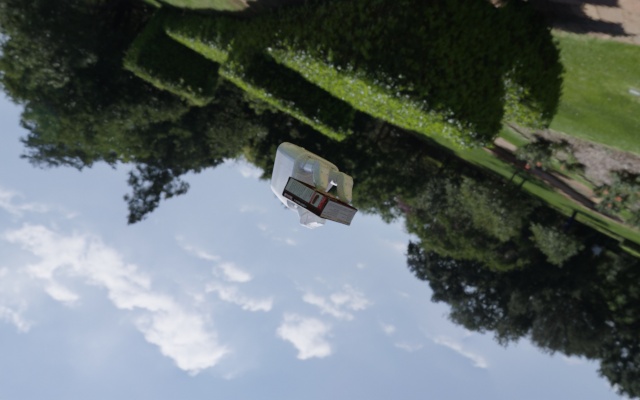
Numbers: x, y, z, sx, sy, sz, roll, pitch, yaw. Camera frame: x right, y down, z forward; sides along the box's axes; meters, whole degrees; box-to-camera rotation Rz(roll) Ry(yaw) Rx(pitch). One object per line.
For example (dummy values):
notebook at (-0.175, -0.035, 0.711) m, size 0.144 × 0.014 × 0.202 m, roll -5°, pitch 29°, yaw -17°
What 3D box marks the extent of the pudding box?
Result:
pudding box at (0.000, 0.003, 0.817) m, size 0.090 × 0.039 × 0.113 m, roll 28°, pitch 6°, yaw 30°
